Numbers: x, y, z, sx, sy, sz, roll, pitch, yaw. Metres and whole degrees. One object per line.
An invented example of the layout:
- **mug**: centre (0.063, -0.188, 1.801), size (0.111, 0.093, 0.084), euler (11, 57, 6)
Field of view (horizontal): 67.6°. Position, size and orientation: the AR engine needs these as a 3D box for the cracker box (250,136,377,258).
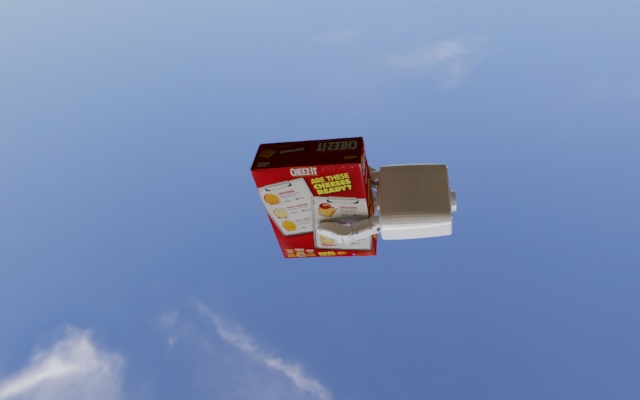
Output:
- **cracker box**: centre (0.000, 0.003, 0.767), size (0.164, 0.072, 0.214), euler (-3, -44, 12)
